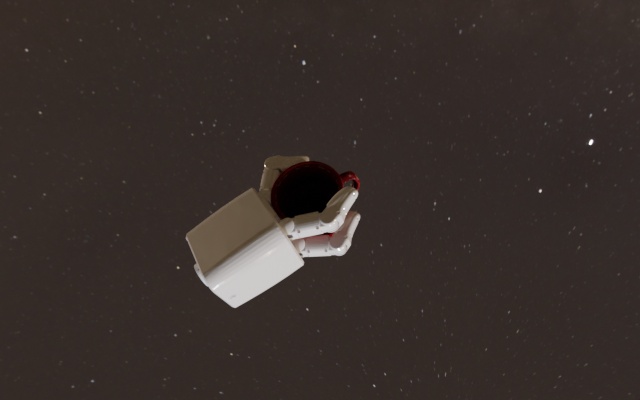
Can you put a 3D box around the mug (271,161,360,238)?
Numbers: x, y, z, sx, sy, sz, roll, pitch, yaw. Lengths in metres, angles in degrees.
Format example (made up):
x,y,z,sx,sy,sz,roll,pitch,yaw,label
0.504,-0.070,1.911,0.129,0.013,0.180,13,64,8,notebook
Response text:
x,y,z,sx,sy,sz,roll,pitch,yaw,label
0.001,0.001,0.630,0.117,0.093,0.081,-33,-30,-6,mug
